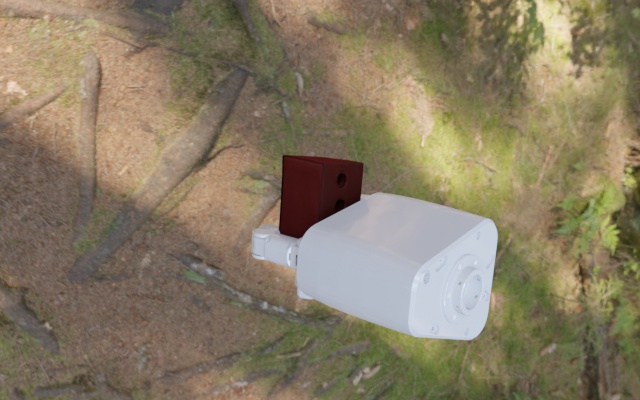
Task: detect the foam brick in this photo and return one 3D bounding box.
[{"bbox_3d":[0.000,0.001,0.416,0.053,0.078,0.051,-5,12,-44],"label":"foam brick"}]
